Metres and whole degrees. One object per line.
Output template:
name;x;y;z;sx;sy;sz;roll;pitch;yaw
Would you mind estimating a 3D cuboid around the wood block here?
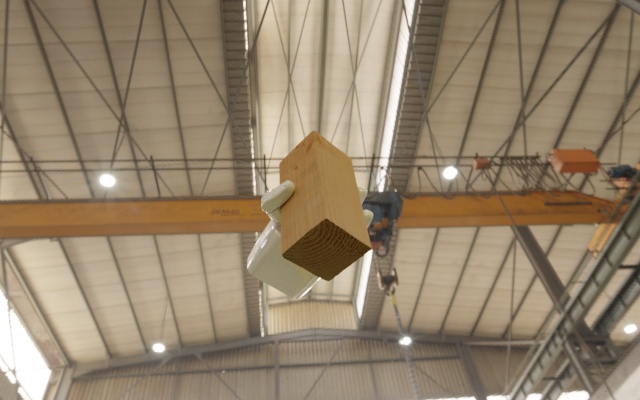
wood block;0.000;0.002;0.711;0.091;0.206;0.090;33;-60;-30
